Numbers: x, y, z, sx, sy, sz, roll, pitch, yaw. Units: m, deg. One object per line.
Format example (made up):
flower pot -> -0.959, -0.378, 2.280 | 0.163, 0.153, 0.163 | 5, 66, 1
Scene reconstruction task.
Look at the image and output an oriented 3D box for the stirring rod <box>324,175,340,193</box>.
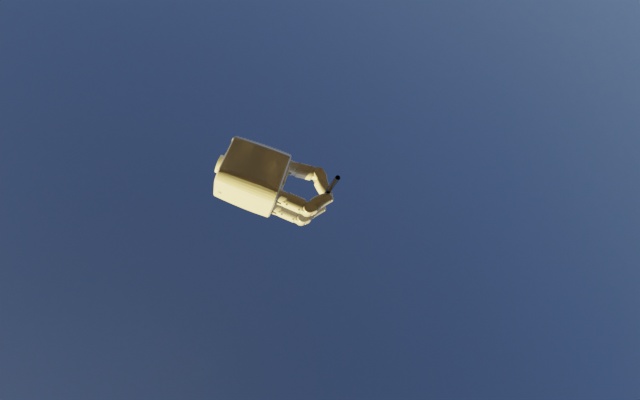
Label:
stirring rod -> 0.000, 0.003, 0.863 | 0.011, 0.011, 0.240 | 0, -19, -14
